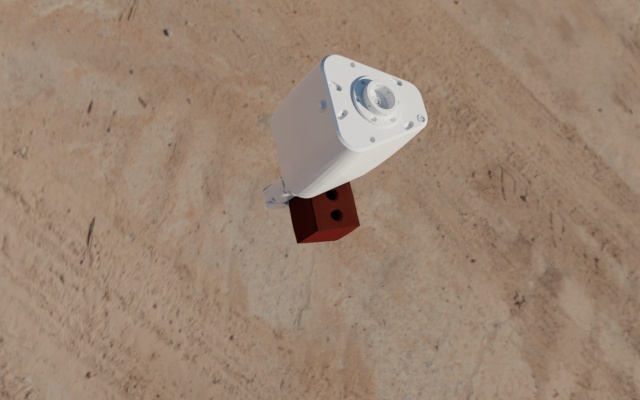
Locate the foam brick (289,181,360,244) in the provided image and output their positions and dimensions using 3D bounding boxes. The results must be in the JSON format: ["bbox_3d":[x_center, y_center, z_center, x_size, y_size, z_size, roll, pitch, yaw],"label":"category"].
[{"bbox_3d":[0.000,0.002,0.509,0.053,0.078,0.051,-4,-17,-31],"label":"foam brick"}]
